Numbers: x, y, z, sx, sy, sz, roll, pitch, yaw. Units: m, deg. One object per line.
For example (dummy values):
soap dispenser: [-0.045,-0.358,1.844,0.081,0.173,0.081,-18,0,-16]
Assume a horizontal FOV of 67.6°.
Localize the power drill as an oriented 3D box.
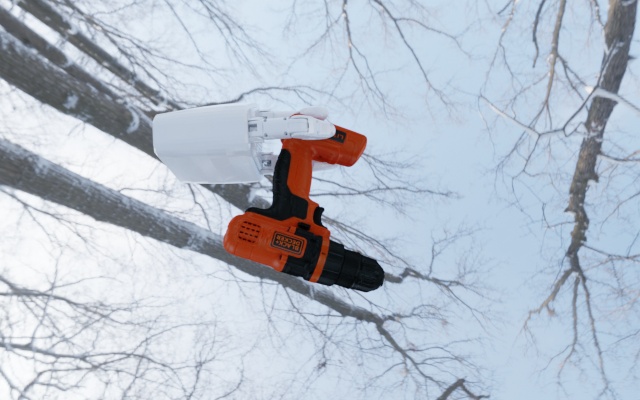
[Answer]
power drill: [0.000,0.001,0.556,0.184,0.187,0.057,19,-26,-9]
